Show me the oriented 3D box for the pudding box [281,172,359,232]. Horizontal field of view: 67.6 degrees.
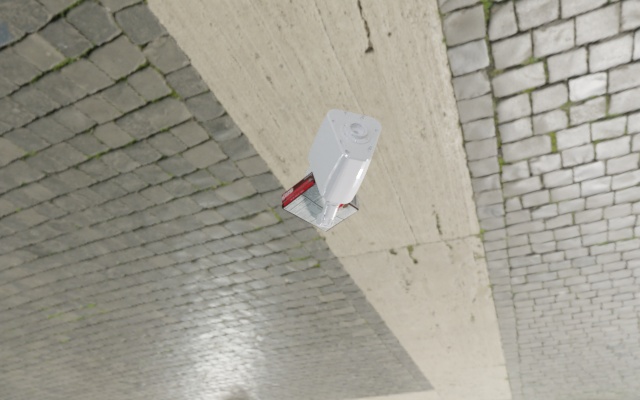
[{"bbox_3d":[0.000,0.003,0.854,0.113,0.039,0.090,32,-51,-32],"label":"pudding box"}]
